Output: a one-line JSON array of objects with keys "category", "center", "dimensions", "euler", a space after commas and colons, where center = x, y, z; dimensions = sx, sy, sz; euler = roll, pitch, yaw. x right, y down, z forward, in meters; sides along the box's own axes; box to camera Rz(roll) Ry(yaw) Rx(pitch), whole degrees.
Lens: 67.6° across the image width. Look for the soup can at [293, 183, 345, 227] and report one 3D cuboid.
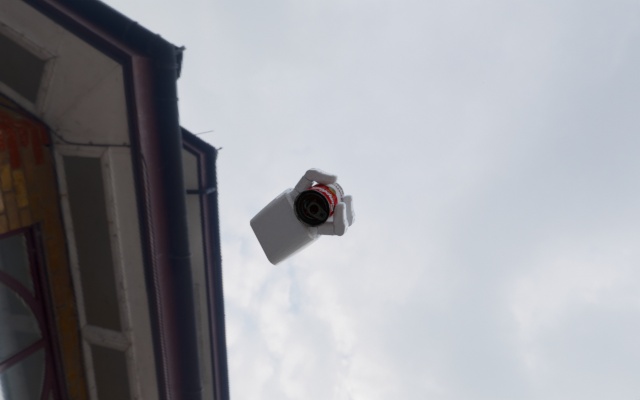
[{"category": "soup can", "center": [0.001, 0.002, 0.876], "dimensions": [0.068, 0.068, 0.102], "euler": [0, 13, 19]}]
